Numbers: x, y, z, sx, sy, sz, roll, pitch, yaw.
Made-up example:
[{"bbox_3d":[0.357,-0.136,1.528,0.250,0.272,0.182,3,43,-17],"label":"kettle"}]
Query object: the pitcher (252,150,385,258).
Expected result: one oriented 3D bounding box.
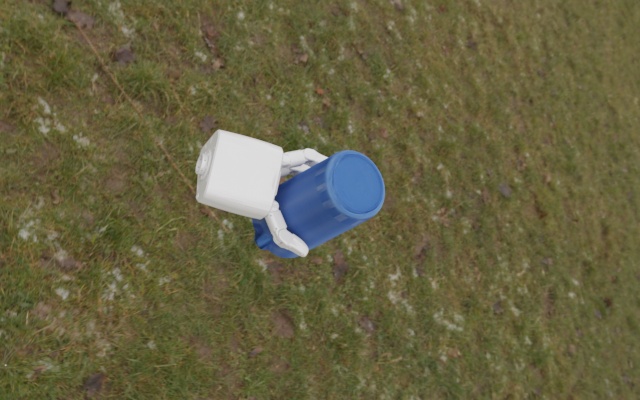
[{"bbox_3d":[0.000,0.003,0.793,0.145,0.149,0.243,17,-25,-27],"label":"pitcher"}]
